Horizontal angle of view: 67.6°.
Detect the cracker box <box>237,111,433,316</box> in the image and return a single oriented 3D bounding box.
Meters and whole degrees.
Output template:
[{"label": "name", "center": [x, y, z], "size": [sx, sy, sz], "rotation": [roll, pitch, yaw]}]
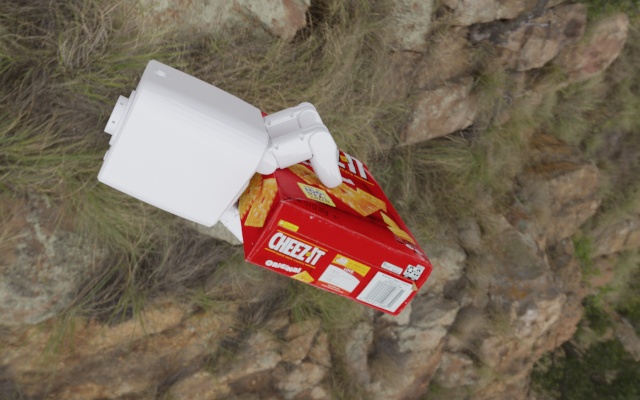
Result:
[{"label": "cracker box", "center": [0.000, 0.002, 0.487], "size": [0.164, 0.072, 0.213], "rotation": [25, 22, -25]}]
